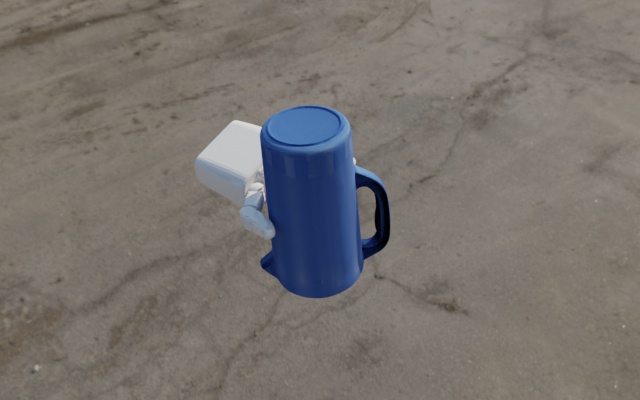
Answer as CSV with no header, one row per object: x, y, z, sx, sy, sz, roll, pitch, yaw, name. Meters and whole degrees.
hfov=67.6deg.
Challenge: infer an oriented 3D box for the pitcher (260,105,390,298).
0.000,0.002,0.632,0.145,0.243,0.149,23,47,29,pitcher
